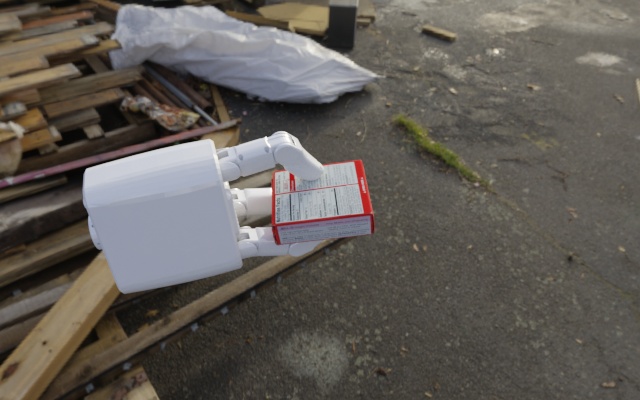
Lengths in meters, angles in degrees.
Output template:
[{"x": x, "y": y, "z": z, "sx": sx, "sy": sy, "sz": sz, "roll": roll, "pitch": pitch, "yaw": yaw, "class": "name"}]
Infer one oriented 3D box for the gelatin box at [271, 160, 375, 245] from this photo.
[{"x": 0.000, "y": 0.001, "z": 0.436, "sx": 0.089, "sy": 0.030, "sz": 0.073, "roll": -8, "pitch": 44, "yaw": 2, "class": "gelatin box"}]
